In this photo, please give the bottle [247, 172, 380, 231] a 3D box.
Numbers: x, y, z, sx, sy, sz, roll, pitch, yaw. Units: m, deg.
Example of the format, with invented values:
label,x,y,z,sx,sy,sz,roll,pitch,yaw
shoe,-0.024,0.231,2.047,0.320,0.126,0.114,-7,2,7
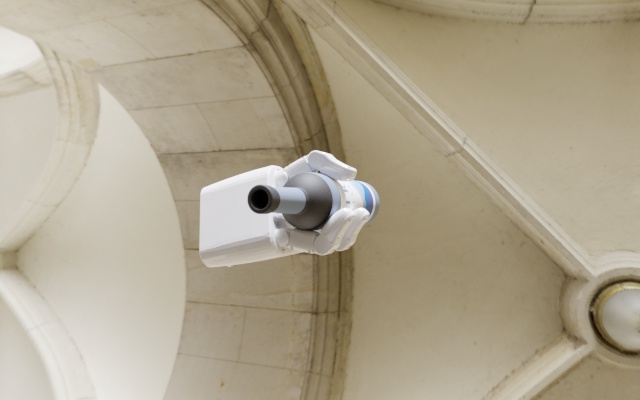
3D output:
label,x,y,z,sx,sy,sz,roll,pitch,yaw
bottle,0.000,0.002,0.575,0.069,0.069,0.296,0,-1,22
